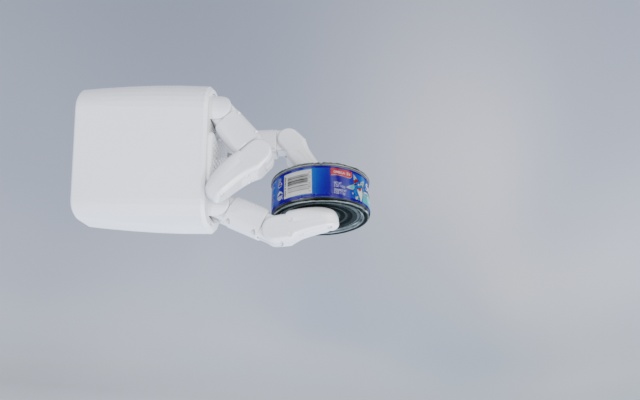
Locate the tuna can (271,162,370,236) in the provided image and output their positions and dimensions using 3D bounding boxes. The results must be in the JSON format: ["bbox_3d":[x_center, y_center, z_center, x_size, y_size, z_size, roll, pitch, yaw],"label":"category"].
[{"bbox_3d":[0.000,0.002,0.411,0.086,0.033,0.086,-1,-24,0],"label":"tuna can"}]
